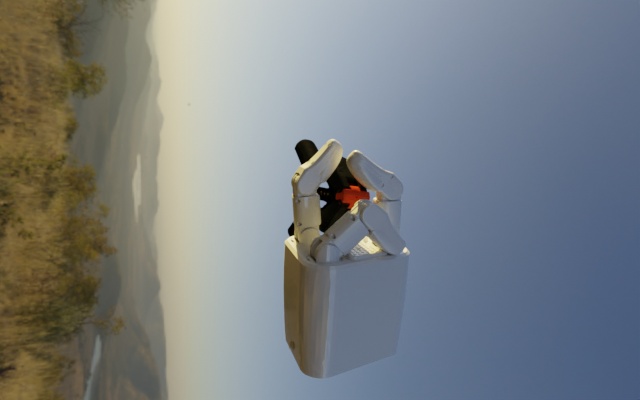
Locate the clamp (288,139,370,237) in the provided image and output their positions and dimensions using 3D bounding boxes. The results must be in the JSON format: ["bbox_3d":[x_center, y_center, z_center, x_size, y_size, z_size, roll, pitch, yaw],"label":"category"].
[{"bbox_3d":[0.001,0.002,0.509,0.039,0.120,0.171,-1,13,-18],"label":"clamp"}]
